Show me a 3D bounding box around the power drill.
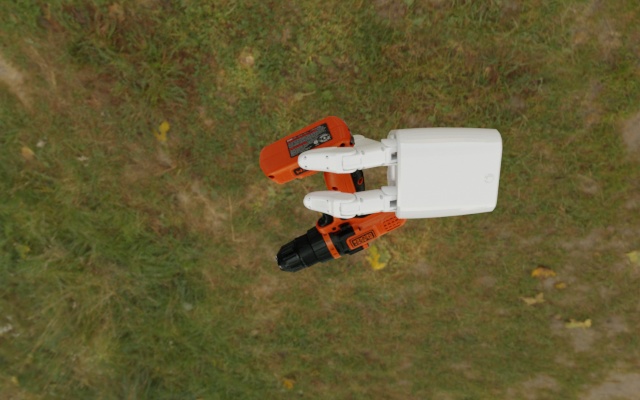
[{"bbox_3d":[0.000,0.002,0.585,0.184,0.057,0.188,-26,-46,4],"label":"power drill"}]
